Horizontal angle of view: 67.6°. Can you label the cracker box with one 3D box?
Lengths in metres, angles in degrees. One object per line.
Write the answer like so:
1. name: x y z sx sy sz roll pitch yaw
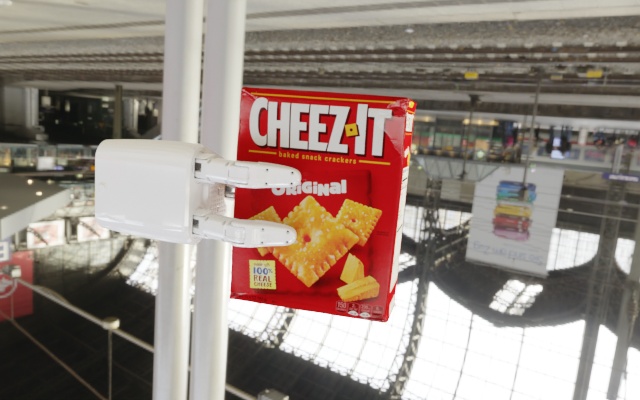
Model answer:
1. cracker box: 0.000 0.002 0.476 0.164 0.214 0.072 7 9 14
